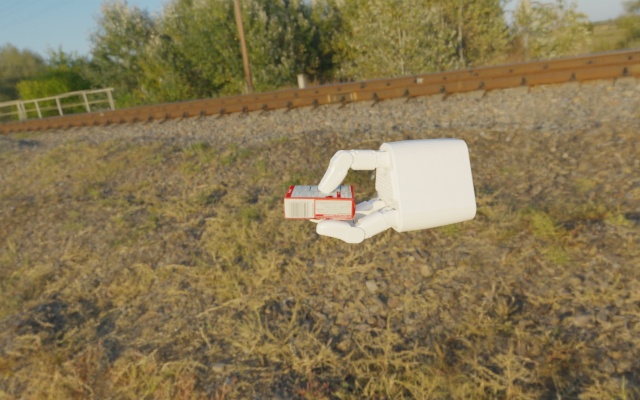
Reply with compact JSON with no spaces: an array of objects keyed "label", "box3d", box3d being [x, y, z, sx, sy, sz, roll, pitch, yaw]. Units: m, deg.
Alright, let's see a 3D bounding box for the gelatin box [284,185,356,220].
[{"label":"gelatin box","box3d":[0.000,0.002,0.620,0.089,0.030,0.073,1,14,2]}]
